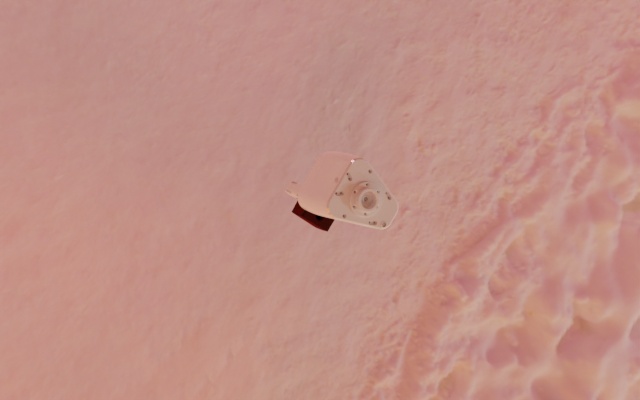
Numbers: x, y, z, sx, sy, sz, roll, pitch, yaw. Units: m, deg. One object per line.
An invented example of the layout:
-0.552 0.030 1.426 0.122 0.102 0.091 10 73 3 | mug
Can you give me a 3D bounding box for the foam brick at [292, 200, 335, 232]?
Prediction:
0.000 0.003 0.770 0.053 0.078 0.051 32 -5 -25 | foam brick
